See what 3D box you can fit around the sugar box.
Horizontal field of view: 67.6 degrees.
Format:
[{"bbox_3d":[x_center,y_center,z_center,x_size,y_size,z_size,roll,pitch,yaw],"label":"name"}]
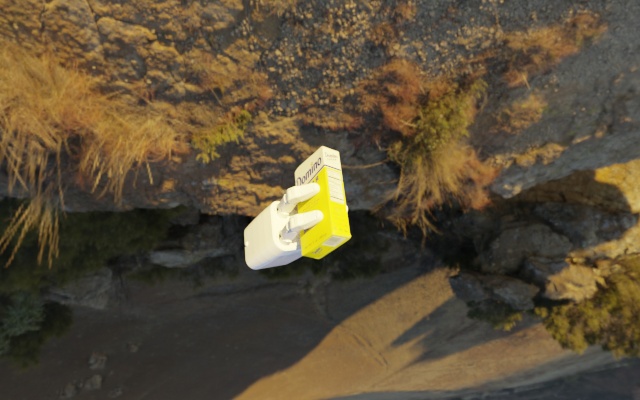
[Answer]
[{"bbox_3d":[0.000,0.003,0.836,0.048,0.176,0.093,14,-37,-35],"label":"sugar box"}]
